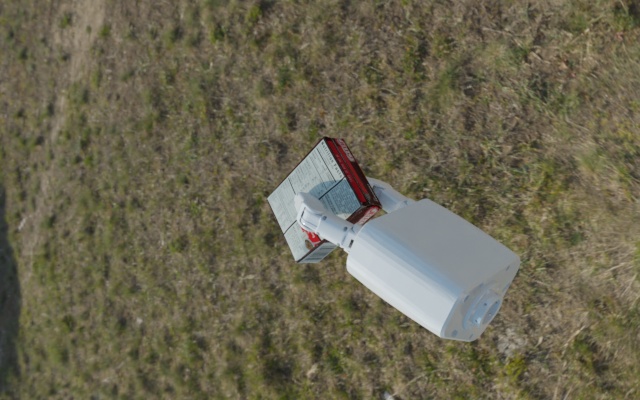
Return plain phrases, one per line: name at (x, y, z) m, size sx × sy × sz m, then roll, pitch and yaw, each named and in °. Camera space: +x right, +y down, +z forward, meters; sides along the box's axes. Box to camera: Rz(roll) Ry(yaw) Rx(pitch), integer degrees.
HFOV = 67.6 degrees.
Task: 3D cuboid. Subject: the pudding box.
pudding box at (0.000, 0.002, 0.506) m, size 0.039 × 0.090 × 0.113 m, roll 3°, pitch -38°, yaw -48°
